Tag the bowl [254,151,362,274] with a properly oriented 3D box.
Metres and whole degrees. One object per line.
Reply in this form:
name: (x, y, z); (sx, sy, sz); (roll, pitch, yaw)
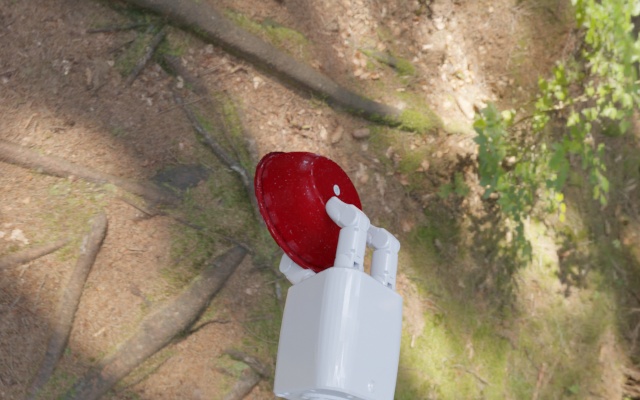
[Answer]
bowl: (0.000, 0.000, 0.554); (0.055, 0.162, 0.162); (-30, -16, 29)
